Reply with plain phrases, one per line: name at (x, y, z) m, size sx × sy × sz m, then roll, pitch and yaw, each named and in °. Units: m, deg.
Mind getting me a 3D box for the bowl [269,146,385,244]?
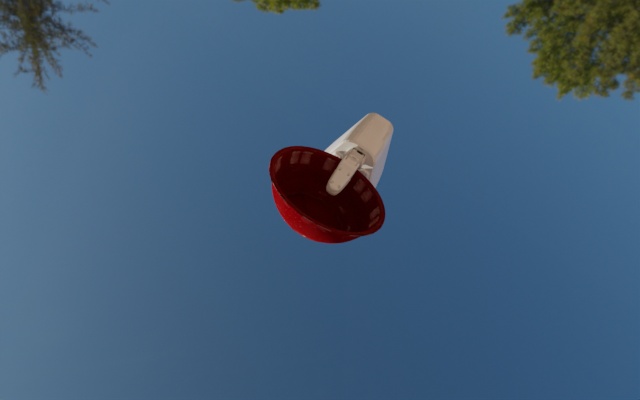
bowl at (-0.001, 0.003, 0.609) m, size 0.162 × 0.055 × 0.162 m, roll 21°, pitch 35°, yaw -16°
